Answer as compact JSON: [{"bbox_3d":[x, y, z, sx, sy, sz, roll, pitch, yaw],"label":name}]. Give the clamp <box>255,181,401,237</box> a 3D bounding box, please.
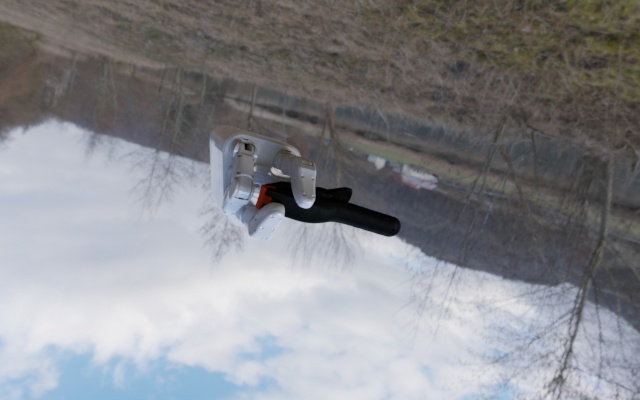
[{"bbox_3d":[0.000,0.002,0.573,0.171,0.039,0.120,13,9,-26],"label":"clamp"}]
